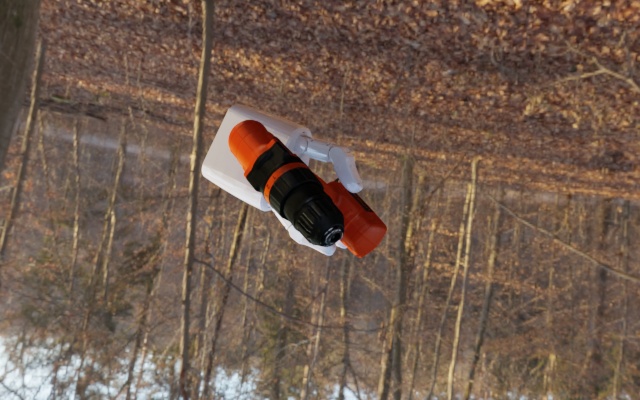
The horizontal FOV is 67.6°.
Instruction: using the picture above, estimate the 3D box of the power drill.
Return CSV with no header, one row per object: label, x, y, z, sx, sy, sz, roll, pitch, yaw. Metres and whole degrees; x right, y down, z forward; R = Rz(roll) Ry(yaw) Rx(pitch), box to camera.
power drill,0.000,0.002,0.518,0.184,0.057,0.188,50,9,38
